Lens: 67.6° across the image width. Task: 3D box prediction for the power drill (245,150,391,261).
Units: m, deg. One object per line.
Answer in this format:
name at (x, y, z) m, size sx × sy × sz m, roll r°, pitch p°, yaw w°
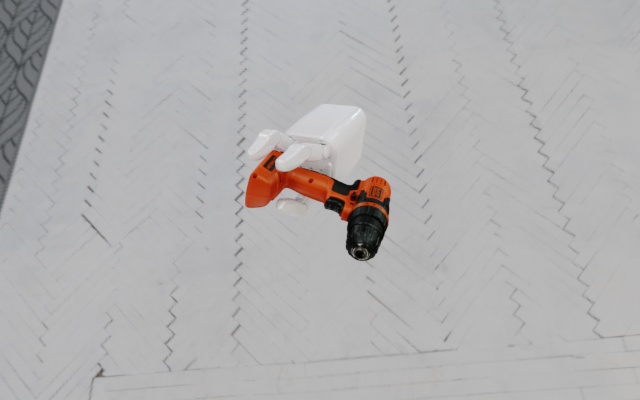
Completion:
power drill at (0.000, 0.002, 0.633) m, size 0.187 × 0.057 × 0.184 m, roll 18°, pitch 27°, yaw 4°
